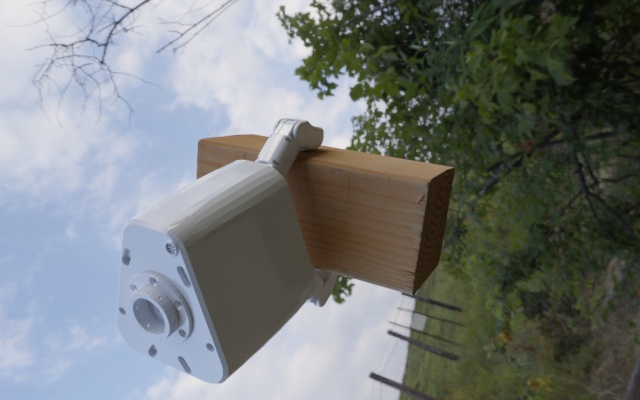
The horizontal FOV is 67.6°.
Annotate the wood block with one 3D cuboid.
[{"bbox_3d":[0.000,0.001,0.419,0.206,0.091,0.090,13,15,24],"label":"wood block"}]
